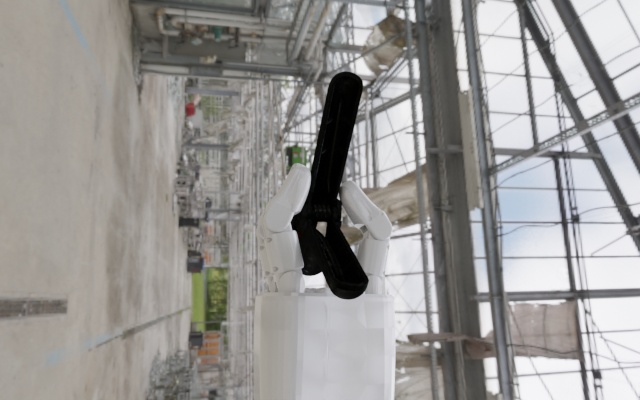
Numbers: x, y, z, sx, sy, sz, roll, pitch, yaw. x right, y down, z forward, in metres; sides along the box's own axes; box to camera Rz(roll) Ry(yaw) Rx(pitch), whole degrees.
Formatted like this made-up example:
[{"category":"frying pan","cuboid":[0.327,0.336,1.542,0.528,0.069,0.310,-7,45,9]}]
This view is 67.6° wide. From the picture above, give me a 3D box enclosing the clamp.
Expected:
[{"category":"clamp","cuboid":[0.001,0.002,0.410,0.036,0.164,0.210,5,-13,-12]}]
